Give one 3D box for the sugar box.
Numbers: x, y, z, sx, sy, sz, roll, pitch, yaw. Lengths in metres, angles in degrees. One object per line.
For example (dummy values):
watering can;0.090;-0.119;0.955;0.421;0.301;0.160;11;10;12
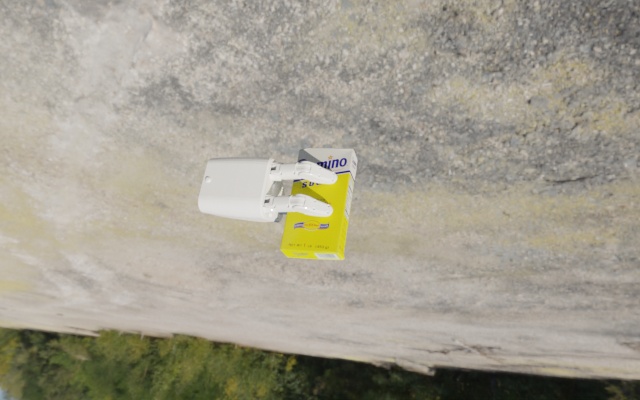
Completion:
sugar box;0.000;0.002;0.743;0.093;0.176;0.048;2;-22;16
